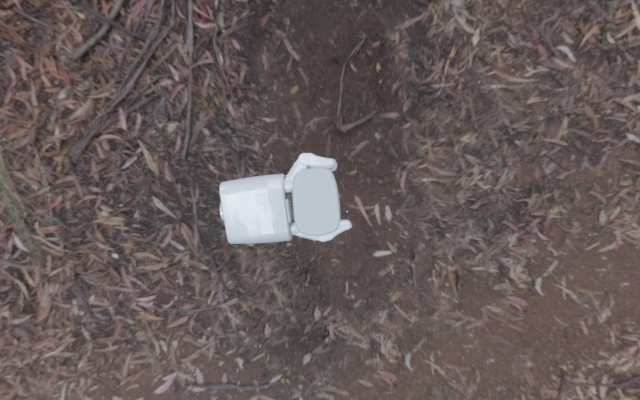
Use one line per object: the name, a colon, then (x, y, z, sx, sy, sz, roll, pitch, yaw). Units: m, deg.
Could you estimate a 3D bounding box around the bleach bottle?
bleach bottle: (0.000, 0.003, 0.807, 0.068, 0.102, 0.251, -5, -2, 3)
